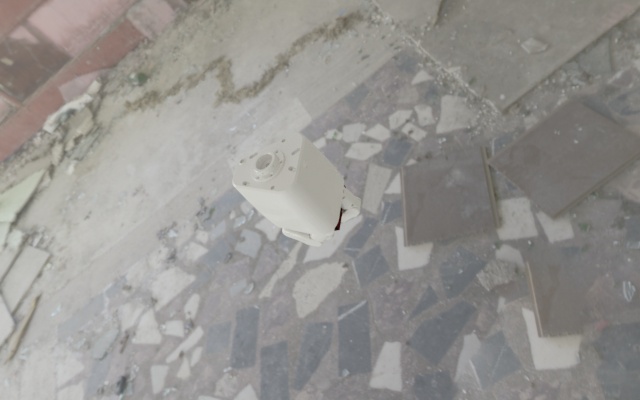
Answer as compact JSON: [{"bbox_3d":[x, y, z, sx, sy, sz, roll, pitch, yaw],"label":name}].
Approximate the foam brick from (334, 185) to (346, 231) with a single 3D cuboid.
[{"bbox_3d":[0.000,0.002,0.703,0.053,0.078,0.051,-9,-35,29],"label":"foam brick"}]
